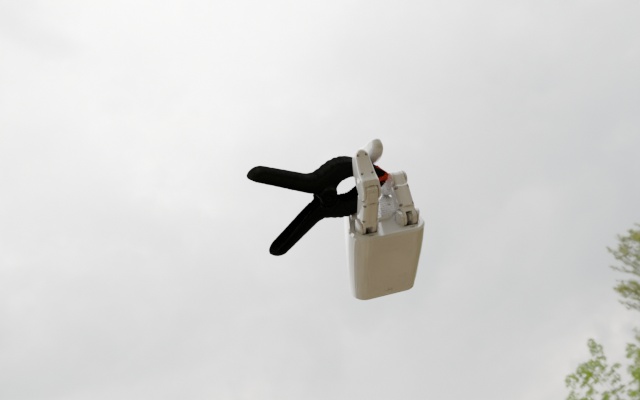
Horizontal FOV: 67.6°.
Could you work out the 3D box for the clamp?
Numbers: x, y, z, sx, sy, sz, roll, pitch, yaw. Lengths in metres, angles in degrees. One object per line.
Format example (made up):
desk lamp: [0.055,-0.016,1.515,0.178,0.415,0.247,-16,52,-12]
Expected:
clamp: [0.000,0.001,0.581,0.171,0.120,0.039,-10,34,-15]
